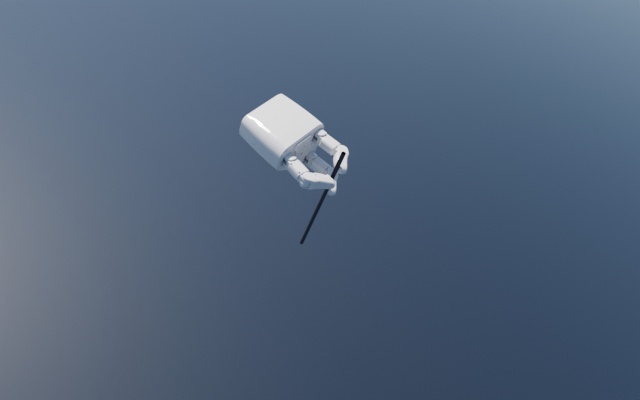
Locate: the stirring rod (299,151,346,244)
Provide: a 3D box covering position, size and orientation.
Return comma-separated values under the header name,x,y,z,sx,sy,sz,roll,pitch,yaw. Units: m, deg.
name,x,y,z,sx,sy,sz,roll,pitch,yaw
stirring rod,0.000,0.003,0.860,0.011,0.011,0.240,0,-42,-25
